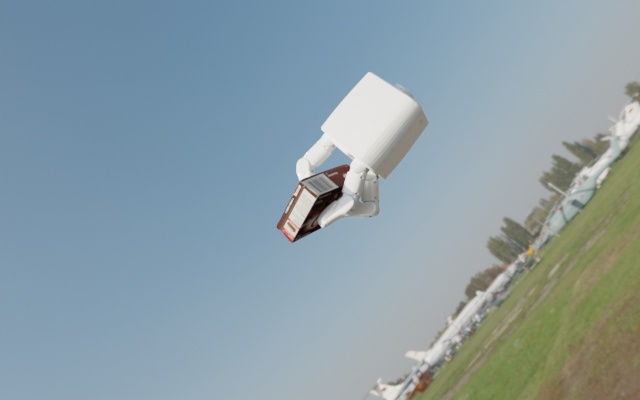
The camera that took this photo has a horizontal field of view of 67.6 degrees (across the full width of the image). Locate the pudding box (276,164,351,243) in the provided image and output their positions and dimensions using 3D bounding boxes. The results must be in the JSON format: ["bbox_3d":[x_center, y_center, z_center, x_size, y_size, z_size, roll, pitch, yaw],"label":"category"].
[{"bbox_3d":[0.000,0.002,0.668,0.039,0.090,0.113,43,36,21],"label":"pudding box"}]
